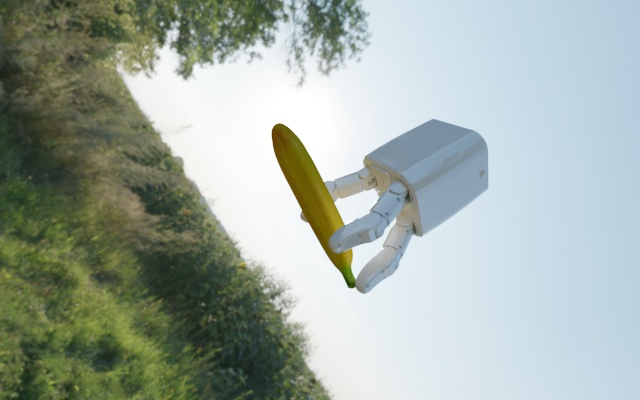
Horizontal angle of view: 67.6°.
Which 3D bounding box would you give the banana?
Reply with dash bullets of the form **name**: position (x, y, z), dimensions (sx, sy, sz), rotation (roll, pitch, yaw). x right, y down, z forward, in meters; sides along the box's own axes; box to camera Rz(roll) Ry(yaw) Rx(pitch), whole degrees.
- **banana**: position (-0.004, 0.000, 0.517), dimensions (0.037, 0.198, 0.069), rotation (-30, 20, -8)
